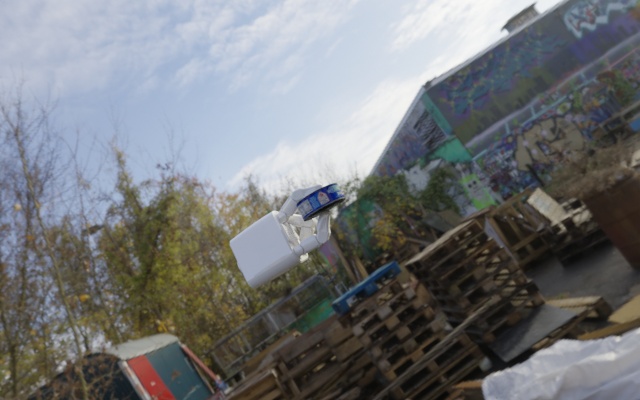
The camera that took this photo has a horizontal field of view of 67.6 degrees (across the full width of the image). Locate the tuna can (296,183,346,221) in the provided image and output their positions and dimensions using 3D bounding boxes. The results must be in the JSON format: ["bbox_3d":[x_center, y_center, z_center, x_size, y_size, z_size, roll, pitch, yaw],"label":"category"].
[{"bbox_3d":[0.000,0.002,0.859,0.086,0.033,0.086,-28,-7,-4],"label":"tuna can"}]
